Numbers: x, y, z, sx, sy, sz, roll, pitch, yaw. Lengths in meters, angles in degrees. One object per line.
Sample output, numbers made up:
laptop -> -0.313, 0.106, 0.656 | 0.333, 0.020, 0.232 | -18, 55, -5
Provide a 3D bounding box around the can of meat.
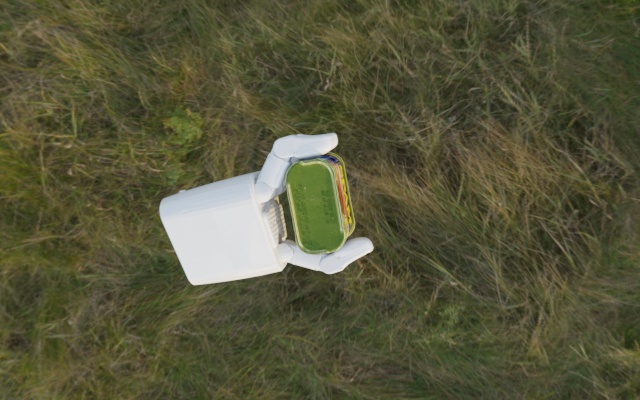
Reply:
can of meat -> 0.000, 0.002, 0.512 | 0.057, 0.102, 0.084 | -9, 6, 10
